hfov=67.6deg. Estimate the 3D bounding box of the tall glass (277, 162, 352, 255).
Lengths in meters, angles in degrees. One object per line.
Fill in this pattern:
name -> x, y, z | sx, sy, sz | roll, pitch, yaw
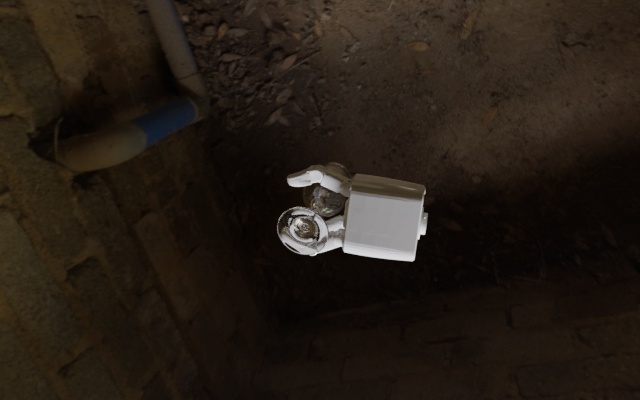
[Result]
tall glass -> 0.000, 0.003, 0.744 | 0.079, 0.079, 0.201 | 0, 24, 15
